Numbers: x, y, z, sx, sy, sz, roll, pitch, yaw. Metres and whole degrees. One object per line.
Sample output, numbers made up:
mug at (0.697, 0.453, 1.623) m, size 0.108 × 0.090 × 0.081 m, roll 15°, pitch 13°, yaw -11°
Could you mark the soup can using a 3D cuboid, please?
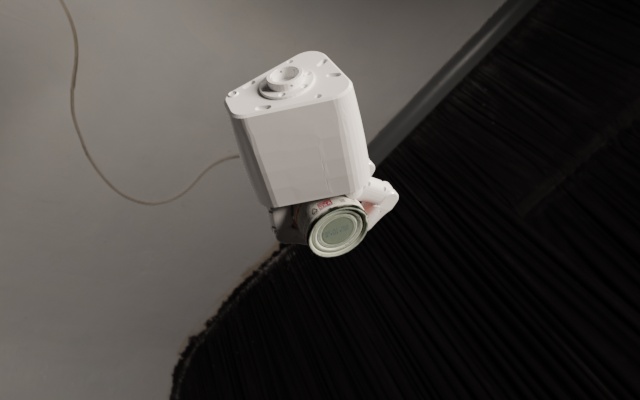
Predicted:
soup can at (0.000, 0.002, 0.505) m, size 0.068 × 0.068 × 0.102 m, roll 0°, pitch 37°, yaw -27°
